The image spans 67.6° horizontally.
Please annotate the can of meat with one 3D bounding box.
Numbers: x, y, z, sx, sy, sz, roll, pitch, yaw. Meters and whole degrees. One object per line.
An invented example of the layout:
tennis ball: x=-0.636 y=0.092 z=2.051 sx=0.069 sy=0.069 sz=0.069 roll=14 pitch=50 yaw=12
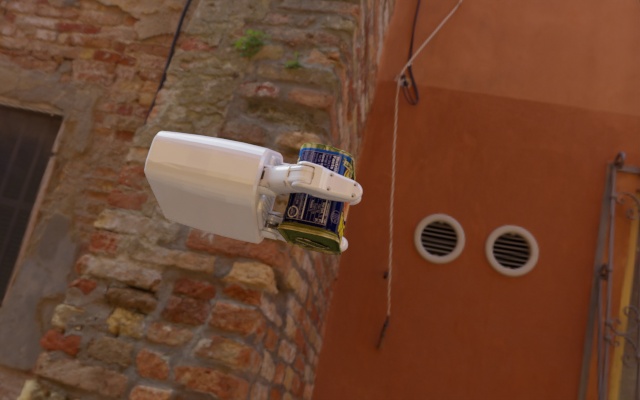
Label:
can of meat: x=0.000 y=0.001 z=0.466 sx=0.057 sy=0.084 sz=0.102 roll=11 pitch=-14 yaw=7
